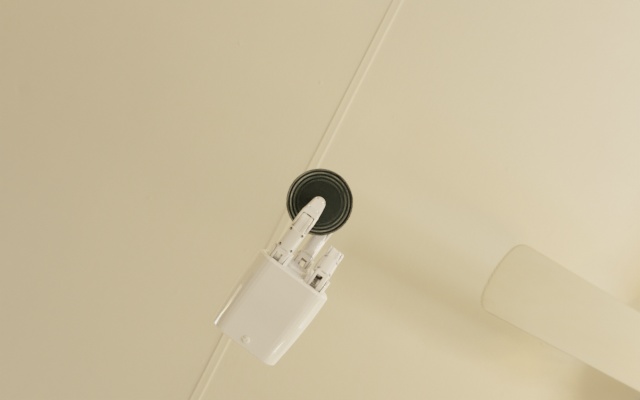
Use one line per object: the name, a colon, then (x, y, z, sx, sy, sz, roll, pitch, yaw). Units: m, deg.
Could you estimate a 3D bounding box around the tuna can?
tuna can: (0.000, 0.002, 0.623, 0.086, 0.086, 0.034, 0, 0, 5)
